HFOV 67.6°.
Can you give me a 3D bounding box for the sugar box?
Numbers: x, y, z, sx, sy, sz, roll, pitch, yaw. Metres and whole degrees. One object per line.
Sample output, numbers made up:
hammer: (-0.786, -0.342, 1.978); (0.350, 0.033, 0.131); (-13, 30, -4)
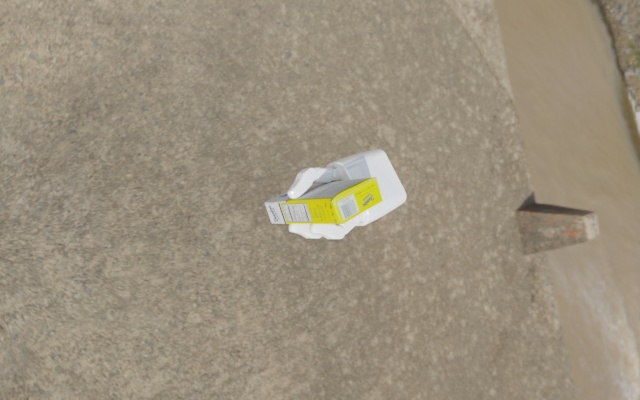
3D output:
sugar box: (0.000, 0.003, 0.747); (0.093, 0.048, 0.176); (-26, 12, -36)
